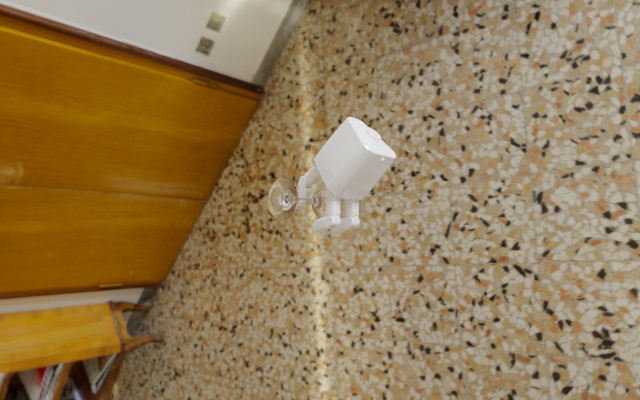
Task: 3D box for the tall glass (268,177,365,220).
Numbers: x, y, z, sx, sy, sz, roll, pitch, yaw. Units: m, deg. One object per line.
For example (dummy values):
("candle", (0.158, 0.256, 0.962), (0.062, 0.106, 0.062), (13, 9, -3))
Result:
("tall glass", (0.000, 0.003, 0.894), (0.079, 0.079, 0.201), (0, -4, 41))
